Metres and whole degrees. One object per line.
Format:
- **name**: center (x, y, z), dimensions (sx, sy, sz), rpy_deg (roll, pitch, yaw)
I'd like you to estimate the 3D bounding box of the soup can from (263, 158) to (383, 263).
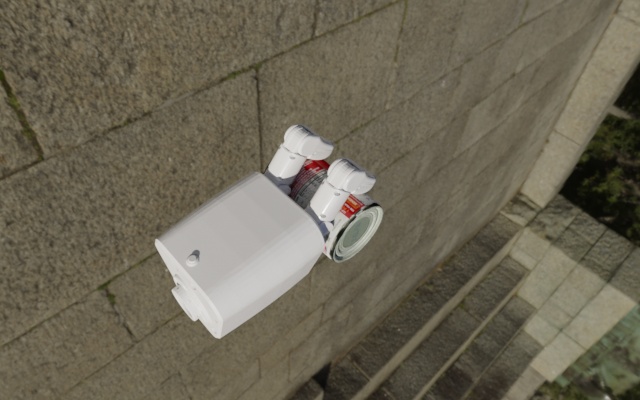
- **soup can**: center (0.001, 0.001, 0.452), dimensions (0.102, 0.068, 0.068), rpy_deg (40, 20, 26)
